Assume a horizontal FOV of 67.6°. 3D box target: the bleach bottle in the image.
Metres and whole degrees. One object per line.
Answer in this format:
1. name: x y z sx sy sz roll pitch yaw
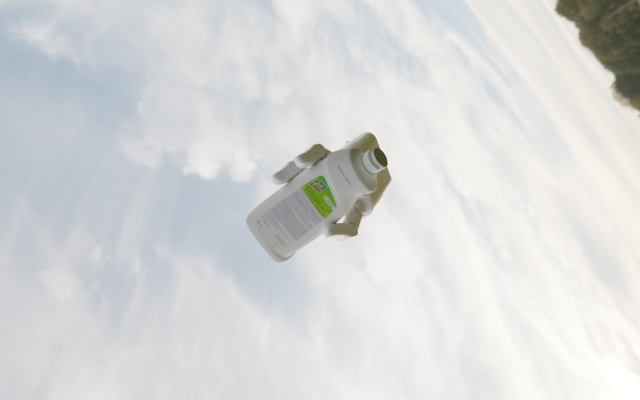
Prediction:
1. bleach bottle: 0.000 0.002 0.699 0.251 0.102 0.068 -32 11 38
